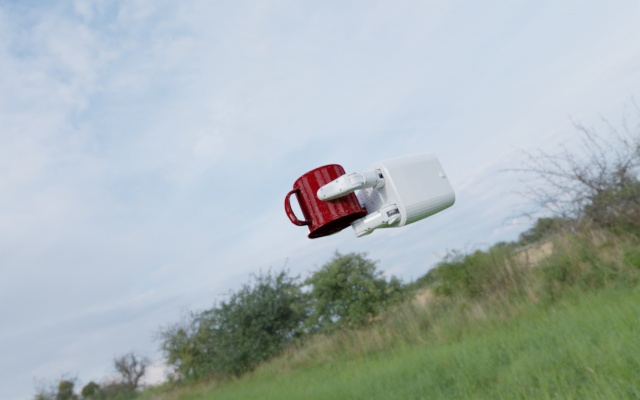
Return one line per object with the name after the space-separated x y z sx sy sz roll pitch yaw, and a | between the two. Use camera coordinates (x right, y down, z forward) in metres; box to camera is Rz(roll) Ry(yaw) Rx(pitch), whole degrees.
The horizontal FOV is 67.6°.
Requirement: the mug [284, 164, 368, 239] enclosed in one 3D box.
-0.001 0.002 0.685 0.117 0.081 0.093 -14 -17 -31 | mug
